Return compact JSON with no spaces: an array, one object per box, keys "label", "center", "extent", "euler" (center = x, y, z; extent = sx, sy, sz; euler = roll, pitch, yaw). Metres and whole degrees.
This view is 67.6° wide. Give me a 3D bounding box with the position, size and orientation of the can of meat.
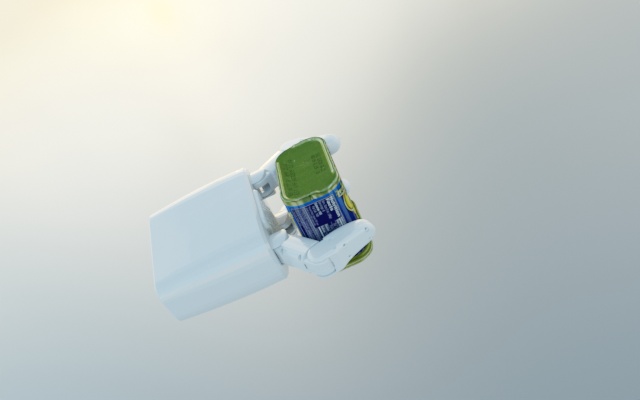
[{"label":"can of meat","center":[0.000,0.001,0.435],"extent":[0.057,0.084,0.102],"euler":[-24,33,4]}]
